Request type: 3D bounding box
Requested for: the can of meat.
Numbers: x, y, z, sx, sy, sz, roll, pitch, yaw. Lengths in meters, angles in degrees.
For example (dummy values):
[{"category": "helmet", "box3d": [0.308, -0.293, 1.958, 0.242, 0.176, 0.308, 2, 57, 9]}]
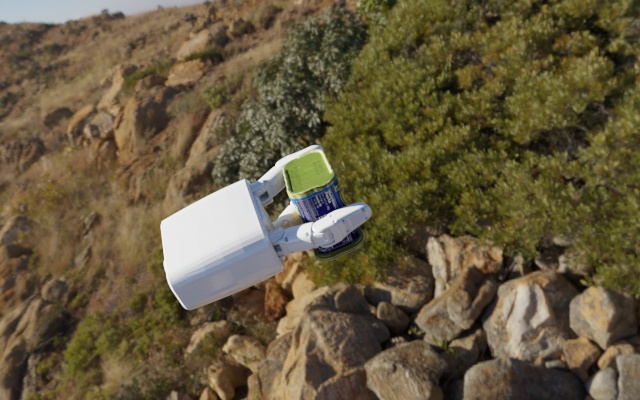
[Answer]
[{"category": "can of meat", "box3d": [0.000, 0.001, 0.518, 0.057, 0.084, 0.102, -24, 27, 1]}]
